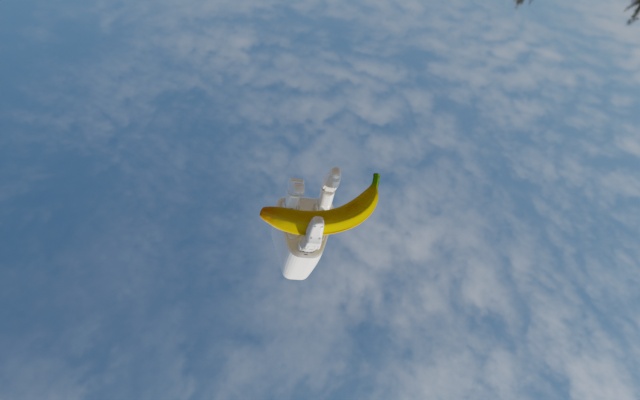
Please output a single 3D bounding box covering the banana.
[{"bbox_3d":[0.010,0.018,0.719,0.198,0.069,0.037,-17,-14,-18],"label":"banana"}]
